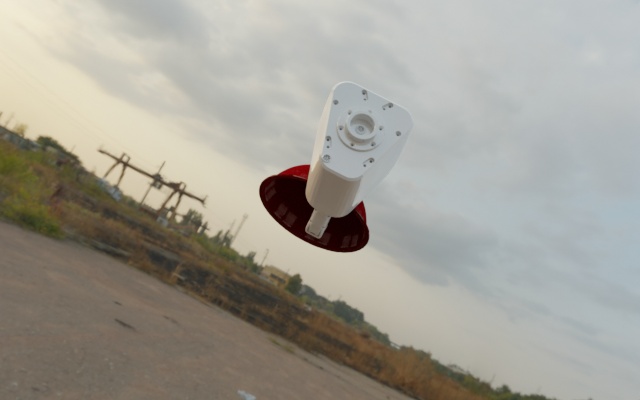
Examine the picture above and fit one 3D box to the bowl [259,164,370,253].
[{"bbox_3d":[0.000,0.002,0.647,0.162,0.055,0.162,21,-31,14],"label":"bowl"}]
